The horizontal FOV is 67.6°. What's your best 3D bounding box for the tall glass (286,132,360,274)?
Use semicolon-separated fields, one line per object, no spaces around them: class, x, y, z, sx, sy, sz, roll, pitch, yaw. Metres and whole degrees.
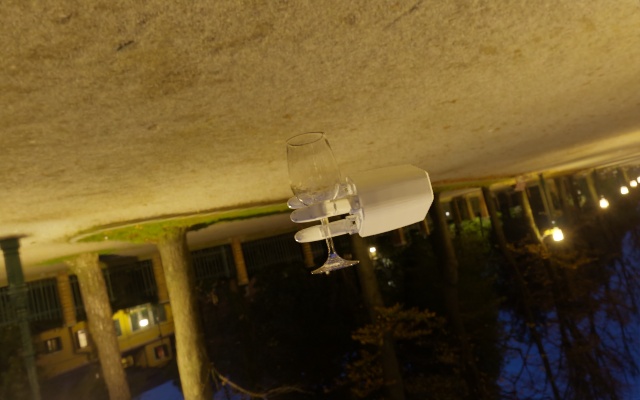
tall glass;0.000;0.003;0.711;0.079;0.201;0.079;-13;-5;-1
